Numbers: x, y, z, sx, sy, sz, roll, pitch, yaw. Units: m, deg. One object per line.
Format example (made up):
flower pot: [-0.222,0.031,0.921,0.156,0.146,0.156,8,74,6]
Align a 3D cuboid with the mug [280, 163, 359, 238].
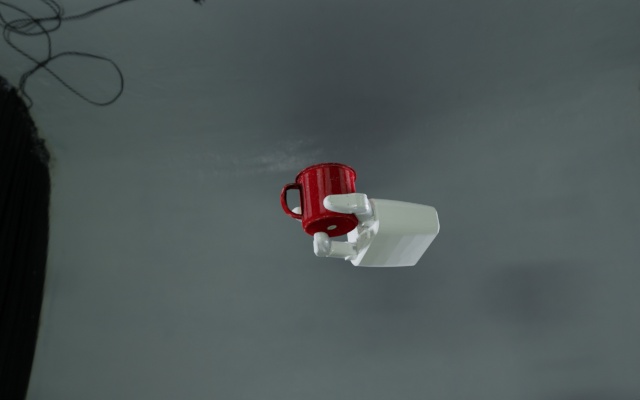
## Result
mug: [-0.001,0.002,0.693,0.117,0.081,0.093,4,-28,-18]
